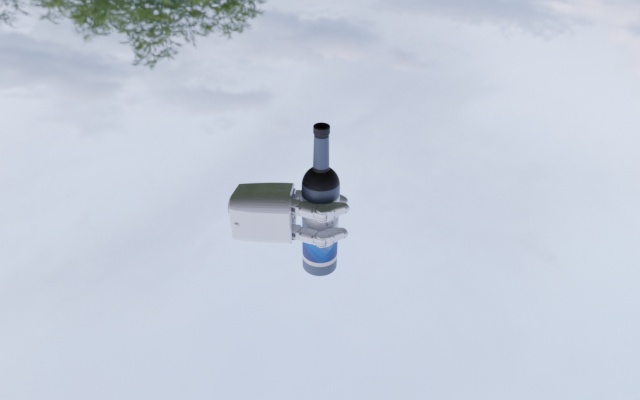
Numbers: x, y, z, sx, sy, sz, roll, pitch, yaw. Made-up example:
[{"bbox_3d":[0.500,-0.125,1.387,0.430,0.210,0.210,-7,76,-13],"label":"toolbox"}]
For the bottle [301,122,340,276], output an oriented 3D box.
[{"bbox_3d":[0.000,0.003,0.841,0.069,0.296,0.069,1,34,0],"label":"bottle"}]
